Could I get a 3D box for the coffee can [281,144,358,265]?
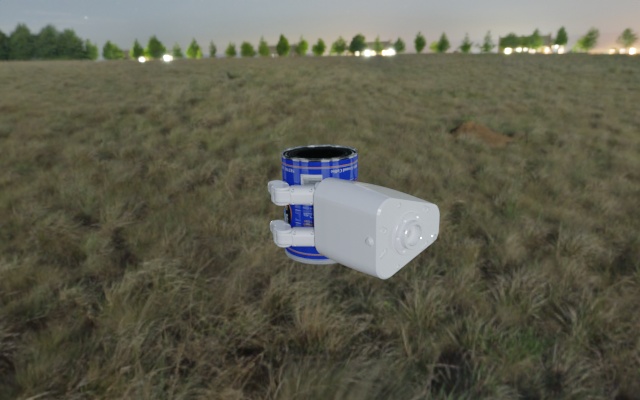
[{"bbox_3d":[0.000,0.002,0.647,0.103,0.140,0.102,-1,17,0],"label":"coffee can"}]
